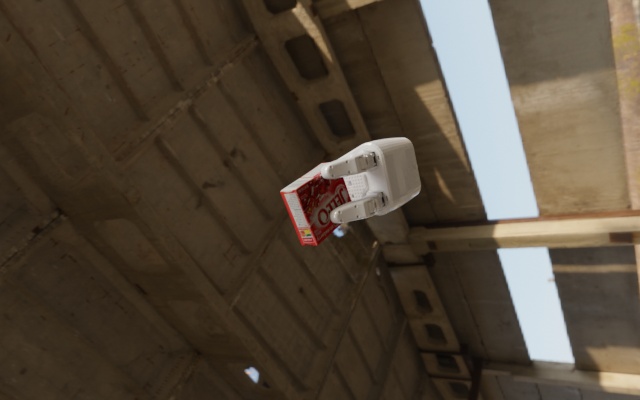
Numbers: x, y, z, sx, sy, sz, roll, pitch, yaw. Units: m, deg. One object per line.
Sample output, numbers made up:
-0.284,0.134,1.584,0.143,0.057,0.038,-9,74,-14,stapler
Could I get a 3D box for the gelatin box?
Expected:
0.000,0.002,0.581,0.030,0.073,0.089,-5,23,41,gelatin box
